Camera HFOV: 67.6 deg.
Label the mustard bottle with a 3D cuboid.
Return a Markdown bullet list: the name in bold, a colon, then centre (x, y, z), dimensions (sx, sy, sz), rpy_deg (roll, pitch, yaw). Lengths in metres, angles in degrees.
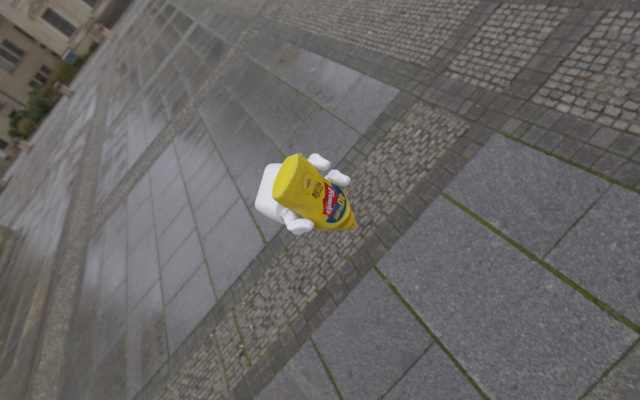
- **mustard bottle**: centre (0.000, 0.003, 0.896), dimensions (0.192, 0.096, 0.058), rpy_deg (37, -35, -31)
